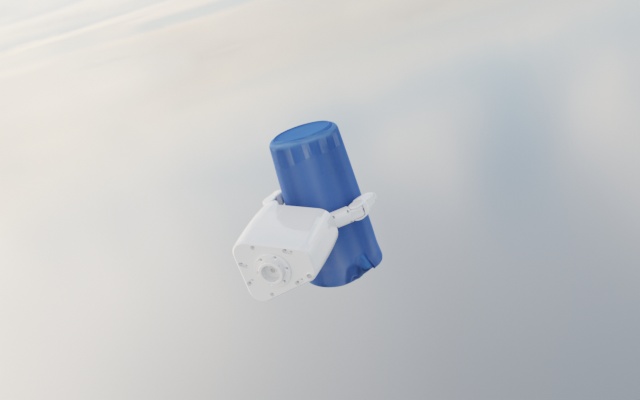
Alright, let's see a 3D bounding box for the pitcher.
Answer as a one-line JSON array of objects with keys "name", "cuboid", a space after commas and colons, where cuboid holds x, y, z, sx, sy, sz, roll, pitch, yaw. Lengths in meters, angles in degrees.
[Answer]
[{"name": "pitcher", "cuboid": [0.000, 0.003, 0.761, 0.149, 0.243, 0.145, -10, 22, 19]}]
